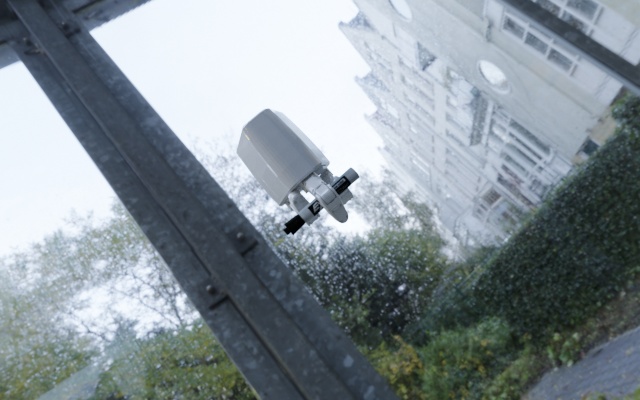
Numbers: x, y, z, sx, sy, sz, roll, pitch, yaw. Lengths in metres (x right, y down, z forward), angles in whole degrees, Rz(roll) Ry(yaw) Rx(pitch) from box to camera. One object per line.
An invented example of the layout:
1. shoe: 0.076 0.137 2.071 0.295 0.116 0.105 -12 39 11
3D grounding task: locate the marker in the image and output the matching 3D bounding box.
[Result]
1. marker: 0.000 0.002 0.618 0.121 0.020 0.020 -41 6 -7
